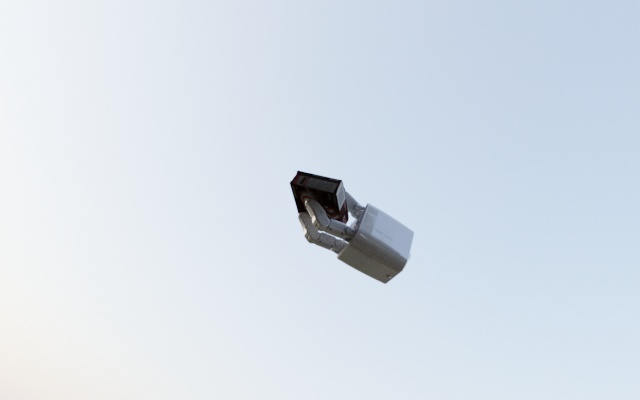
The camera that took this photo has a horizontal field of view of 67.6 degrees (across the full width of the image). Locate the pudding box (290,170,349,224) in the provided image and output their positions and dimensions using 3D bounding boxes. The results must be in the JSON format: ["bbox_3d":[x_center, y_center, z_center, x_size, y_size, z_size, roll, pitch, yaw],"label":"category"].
[{"bbox_3d":[0.000,0.003,0.859,0.090,0.039,0.114,13,-38,20],"label":"pudding box"}]
